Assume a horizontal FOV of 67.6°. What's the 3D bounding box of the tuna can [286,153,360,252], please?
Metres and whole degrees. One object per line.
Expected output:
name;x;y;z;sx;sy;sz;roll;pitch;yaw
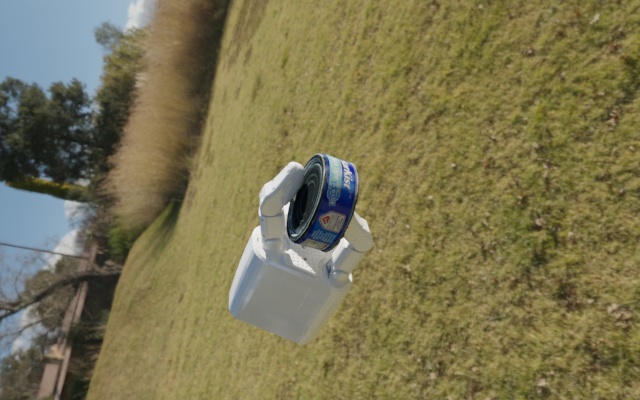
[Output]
tuna can;0.000;0.001;0.433;0.034;0.086;0.086;18;-6;-19
